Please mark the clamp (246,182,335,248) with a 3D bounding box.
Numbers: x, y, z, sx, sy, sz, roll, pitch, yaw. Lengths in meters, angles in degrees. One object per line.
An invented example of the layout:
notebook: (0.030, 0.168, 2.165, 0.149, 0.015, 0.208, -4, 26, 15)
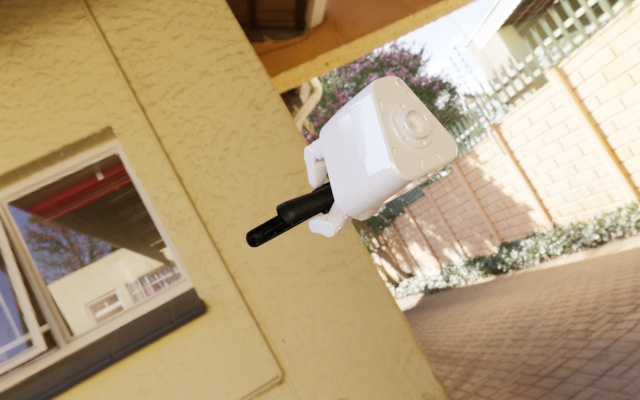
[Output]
clamp: (0.000, 0.001, 0.636, 0.210, 0.036, 0.164, -26, -4, -33)
